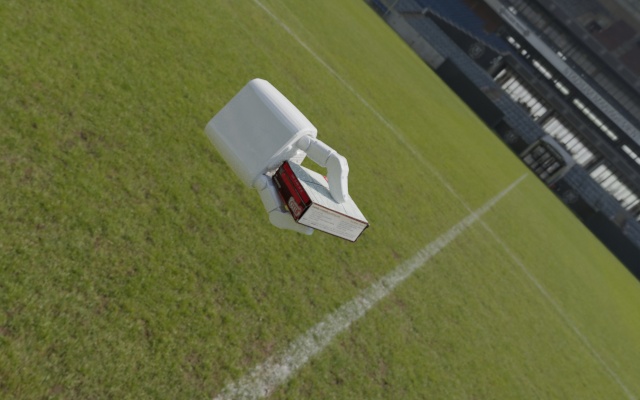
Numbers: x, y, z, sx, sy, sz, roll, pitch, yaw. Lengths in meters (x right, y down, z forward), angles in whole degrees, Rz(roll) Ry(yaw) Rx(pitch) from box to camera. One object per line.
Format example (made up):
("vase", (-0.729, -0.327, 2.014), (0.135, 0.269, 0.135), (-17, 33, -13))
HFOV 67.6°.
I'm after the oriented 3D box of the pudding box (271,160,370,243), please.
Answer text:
("pudding box", (0.000, 0.002, 0.620), (0.113, 0.039, 0.090), (20, 28, -41))
